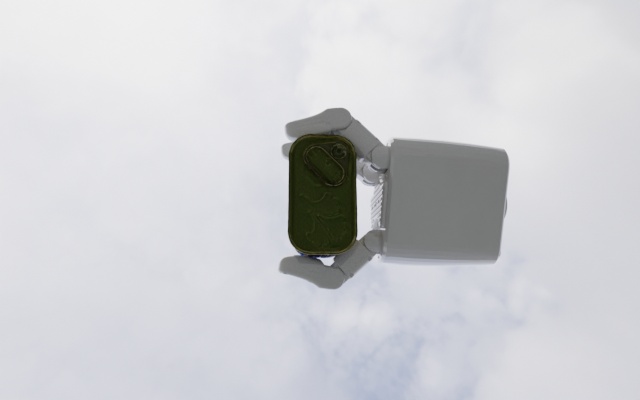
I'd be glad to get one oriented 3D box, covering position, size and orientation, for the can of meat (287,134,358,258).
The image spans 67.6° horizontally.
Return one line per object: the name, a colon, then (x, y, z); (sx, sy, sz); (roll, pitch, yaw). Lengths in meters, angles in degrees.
can of meat: (0.000, 0.002, 0.433); (0.057, 0.102, 0.084); (0, -11, -3)
